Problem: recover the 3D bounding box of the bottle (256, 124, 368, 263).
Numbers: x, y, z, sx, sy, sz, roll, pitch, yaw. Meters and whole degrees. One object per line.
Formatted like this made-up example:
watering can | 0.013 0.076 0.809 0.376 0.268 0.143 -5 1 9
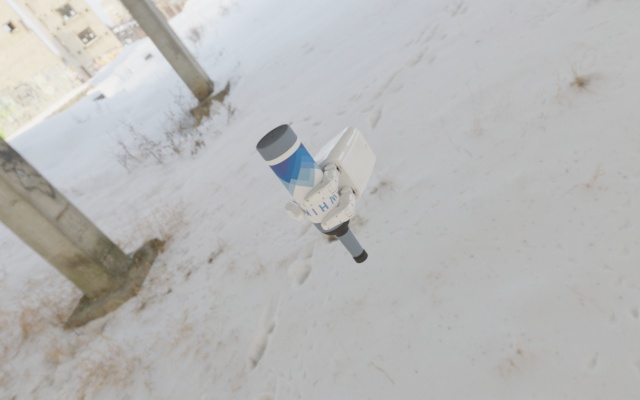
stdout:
bottle | 0.000 0.003 0.837 0.069 0.296 0.069 -28 27 16
